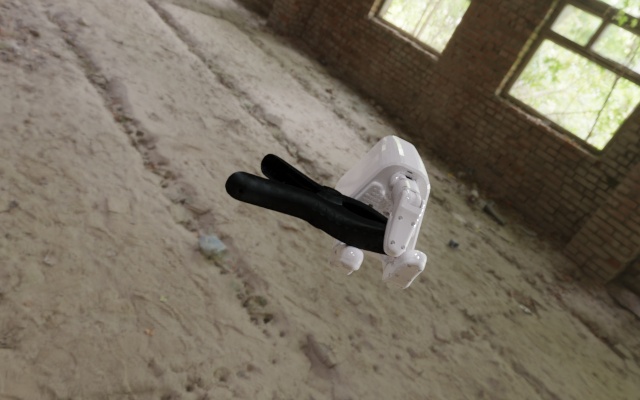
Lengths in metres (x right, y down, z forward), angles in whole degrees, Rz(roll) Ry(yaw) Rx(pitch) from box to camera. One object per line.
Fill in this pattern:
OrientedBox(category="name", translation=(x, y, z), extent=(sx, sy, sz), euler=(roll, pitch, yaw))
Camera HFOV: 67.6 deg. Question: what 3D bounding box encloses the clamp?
OrientedBox(category="clamp", translation=(0.000, 0.001, 0.460), extent=(0.171, 0.039, 0.120), euler=(25, 23, -6))
